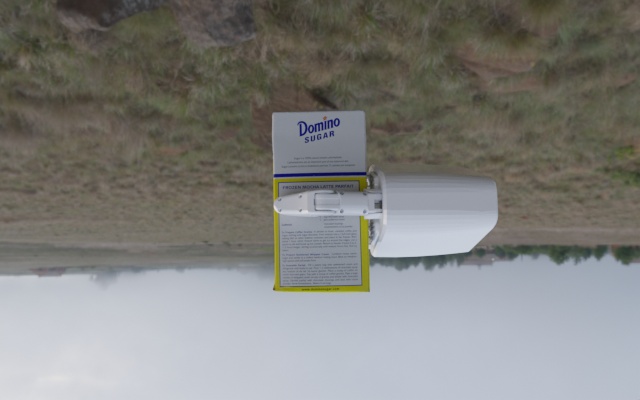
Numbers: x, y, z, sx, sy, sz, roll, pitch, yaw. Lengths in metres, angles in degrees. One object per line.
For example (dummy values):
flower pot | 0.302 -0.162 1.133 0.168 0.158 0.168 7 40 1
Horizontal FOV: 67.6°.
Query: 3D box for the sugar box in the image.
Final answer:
sugar box | 0.000 0.002 0.474 0.093 0.176 0.048 0 -7 1
